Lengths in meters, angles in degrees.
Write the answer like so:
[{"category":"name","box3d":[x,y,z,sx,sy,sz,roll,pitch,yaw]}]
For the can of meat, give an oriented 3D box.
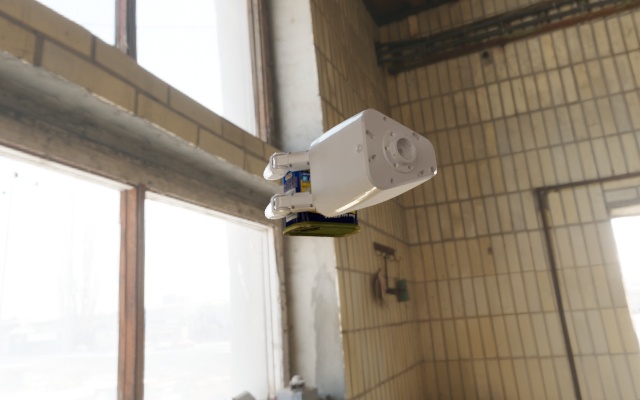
[{"category":"can of meat","box3d":[0.000,0.002,0.634,0.102,0.084,0.057,4,-17,-29]}]
